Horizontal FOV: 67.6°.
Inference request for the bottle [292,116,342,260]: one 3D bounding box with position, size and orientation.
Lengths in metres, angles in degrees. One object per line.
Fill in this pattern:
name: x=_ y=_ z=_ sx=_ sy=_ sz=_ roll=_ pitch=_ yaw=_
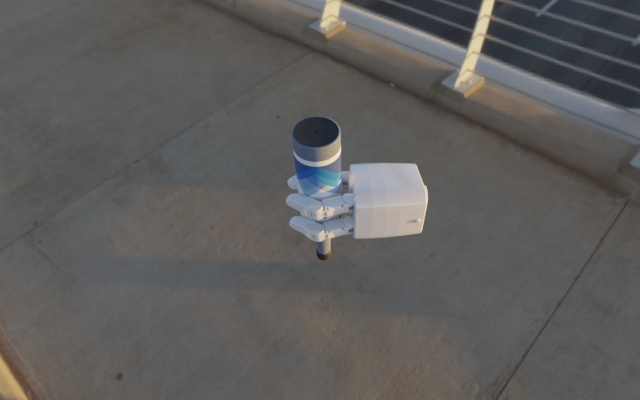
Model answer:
bottle: x=0.000 y=0.002 z=0.755 sx=0.069 sy=0.069 sz=0.296 roll=0 pitch=-40 yaw=3
